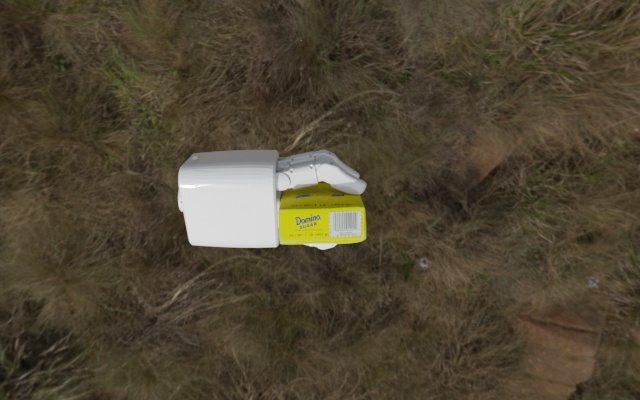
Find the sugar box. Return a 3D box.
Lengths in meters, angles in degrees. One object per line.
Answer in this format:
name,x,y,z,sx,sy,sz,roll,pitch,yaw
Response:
sugar box,0.000,0.001,0.581,0.093,0.048,0.176,-1,19,-2
